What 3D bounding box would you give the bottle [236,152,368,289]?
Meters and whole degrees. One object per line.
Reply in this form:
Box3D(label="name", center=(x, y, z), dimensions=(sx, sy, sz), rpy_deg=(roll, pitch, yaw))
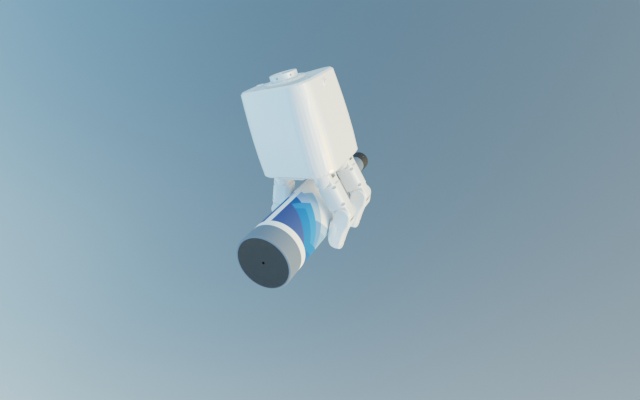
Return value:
Box3D(label="bottle", center=(0.000, 0.002, 0.617), dimensions=(0.069, 0.069, 0.295), rpy_deg=(0, 26, 27))
